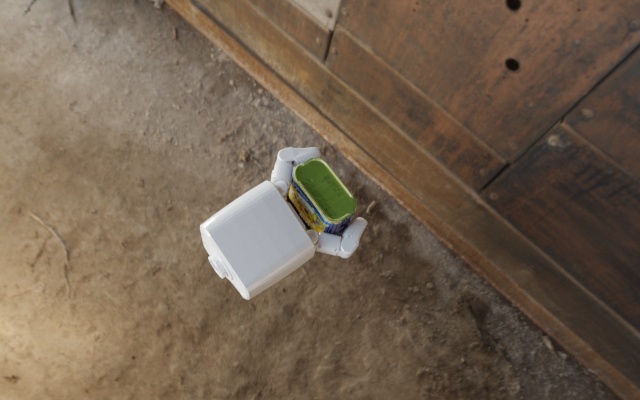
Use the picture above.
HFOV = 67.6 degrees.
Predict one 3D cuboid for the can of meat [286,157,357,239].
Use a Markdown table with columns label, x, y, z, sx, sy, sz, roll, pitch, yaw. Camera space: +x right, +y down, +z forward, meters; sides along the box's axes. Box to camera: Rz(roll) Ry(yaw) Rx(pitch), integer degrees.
| label | x | y | z | sx | sy | sz | roll | pitch | yaw |
| --- | --- | --- | --- | --- | --- | --- | --- | --- | --- |
| can of meat | 0.000 | 0.002 | 0.652 | 0.057 | 0.102 | 0.084 | -32 | -16 | -21 |
